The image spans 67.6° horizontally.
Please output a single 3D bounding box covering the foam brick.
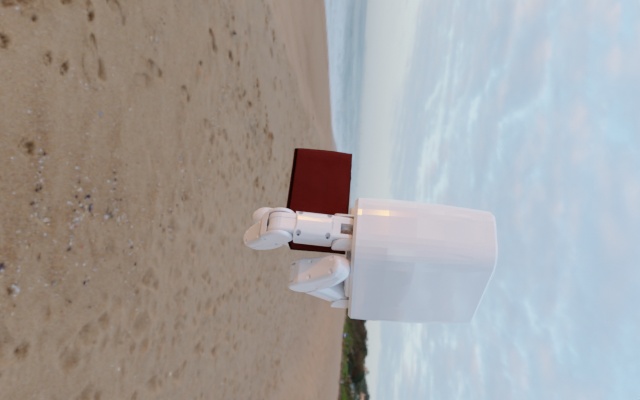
[{"bbox_3d":[0.000,0.001,0.419,0.051,0.078,0.053,4,-26,5],"label":"foam brick"}]
